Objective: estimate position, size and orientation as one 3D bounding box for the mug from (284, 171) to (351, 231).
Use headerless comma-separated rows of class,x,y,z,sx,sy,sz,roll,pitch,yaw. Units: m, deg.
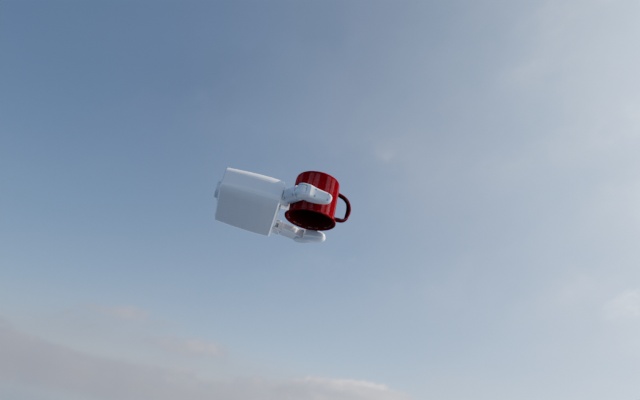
mug,0.002,0.003,0.862,0.117,0.081,0.093,16,-25,-8
